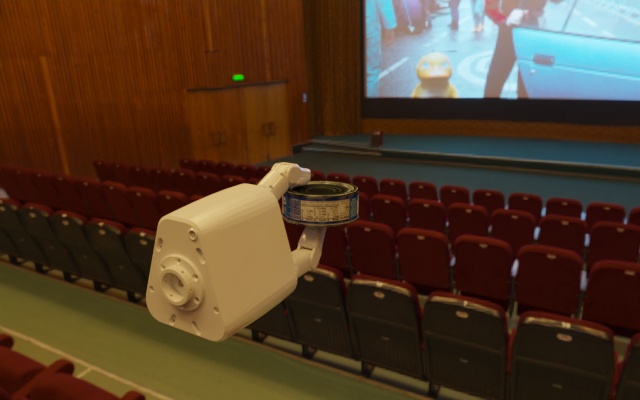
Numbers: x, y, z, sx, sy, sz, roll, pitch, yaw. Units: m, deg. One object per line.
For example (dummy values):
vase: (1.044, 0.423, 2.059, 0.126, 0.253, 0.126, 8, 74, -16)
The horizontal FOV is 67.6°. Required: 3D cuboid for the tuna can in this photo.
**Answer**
tuna can: (0.000, 0.001, 0.530, 0.086, 0.034, 0.086, 0, 13, 0)
